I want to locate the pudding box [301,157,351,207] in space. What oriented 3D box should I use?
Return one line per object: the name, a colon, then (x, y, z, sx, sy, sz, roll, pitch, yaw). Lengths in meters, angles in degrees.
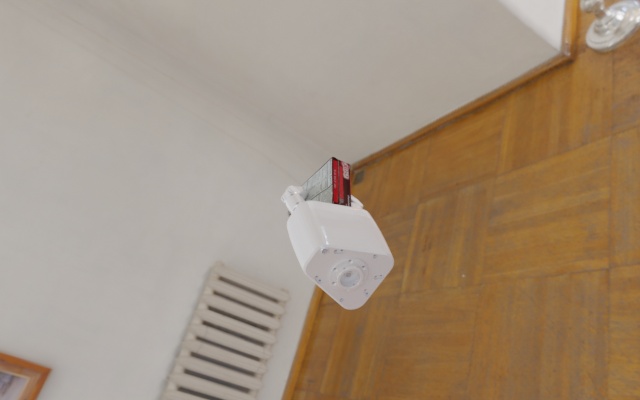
pudding box: (0.000, 0.002, 0.712, 0.039, 0.090, 0.113, 25, -43, -27)
